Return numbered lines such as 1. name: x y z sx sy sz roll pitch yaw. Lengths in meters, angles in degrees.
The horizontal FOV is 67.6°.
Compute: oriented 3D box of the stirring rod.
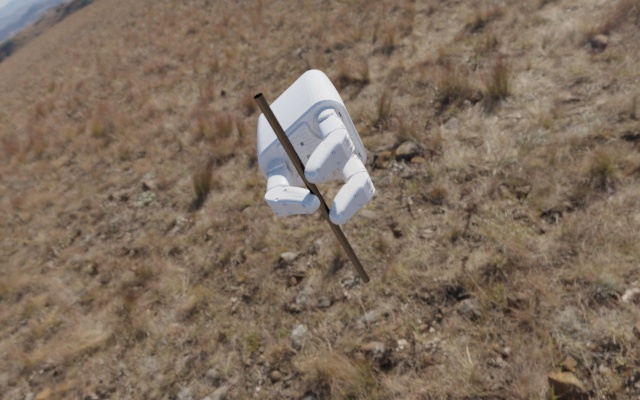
1. stirring rod: 0.000 0.002 0.451 0.011 0.240 0.011 -20 36 15
